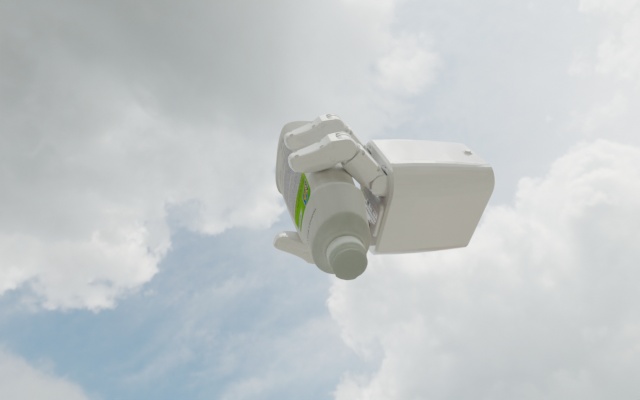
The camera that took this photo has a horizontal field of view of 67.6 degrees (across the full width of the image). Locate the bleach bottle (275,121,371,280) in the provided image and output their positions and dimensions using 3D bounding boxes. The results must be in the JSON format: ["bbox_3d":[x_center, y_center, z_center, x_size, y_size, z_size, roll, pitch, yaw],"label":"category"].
[{"bbox_3d":[0.000,0.001,0.477,0.068,0.103,0.250,0,26,-11],"label":"bleach bottle"}]
